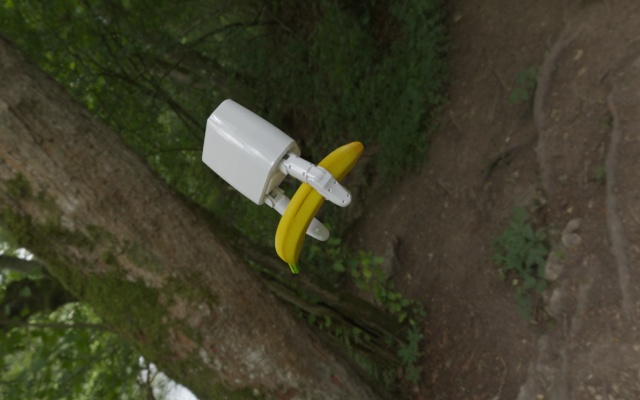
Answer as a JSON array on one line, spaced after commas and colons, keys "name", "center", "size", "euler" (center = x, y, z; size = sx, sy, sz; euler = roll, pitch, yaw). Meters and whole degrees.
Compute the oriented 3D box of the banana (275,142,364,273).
[{"name": "banana", "center": [-0.009, 0.002, 0.623], "size": [0.037, 0.198, 0.069], "euler": [31, 4, 26]}]
